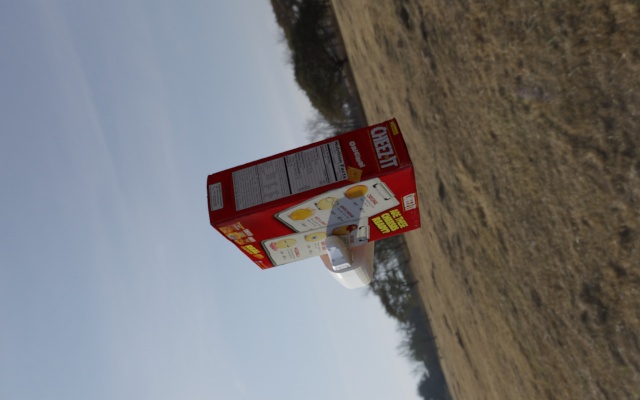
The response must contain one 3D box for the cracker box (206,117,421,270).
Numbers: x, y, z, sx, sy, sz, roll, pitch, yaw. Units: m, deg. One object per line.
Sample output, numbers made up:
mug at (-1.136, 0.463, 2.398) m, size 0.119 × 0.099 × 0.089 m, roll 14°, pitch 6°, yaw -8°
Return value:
cracker box at (0.000, 0.002, 0.554) m, size 0.214 × 0.072 × 0.164 m, roll -16°, pitch -28°, yaw 7°
